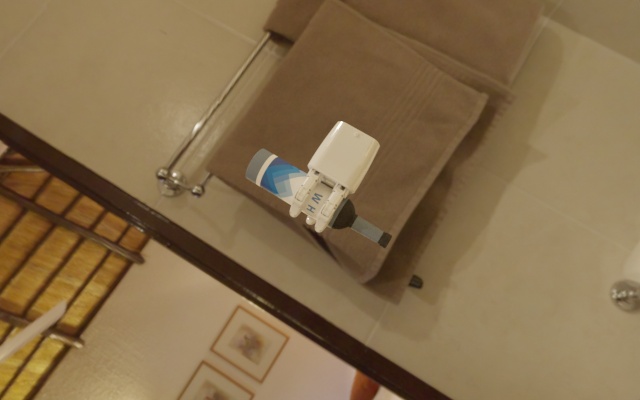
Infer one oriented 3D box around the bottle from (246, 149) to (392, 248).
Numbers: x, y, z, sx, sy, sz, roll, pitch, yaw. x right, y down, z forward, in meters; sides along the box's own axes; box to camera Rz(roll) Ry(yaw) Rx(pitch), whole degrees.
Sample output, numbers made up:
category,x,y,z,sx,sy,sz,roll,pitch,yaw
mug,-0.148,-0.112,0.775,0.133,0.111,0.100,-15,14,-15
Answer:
category,x,y,z,sx,sy,sz,roll,pitch,yaw
bottle,0.000,0.003,0.899,0.295,0.069,0.069,30,4,7
